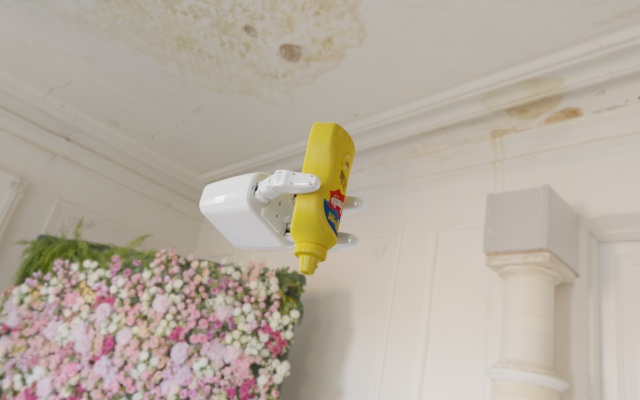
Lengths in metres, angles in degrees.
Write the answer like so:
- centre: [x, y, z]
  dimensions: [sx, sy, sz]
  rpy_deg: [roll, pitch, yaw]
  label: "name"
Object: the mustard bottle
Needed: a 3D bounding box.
- centre: [0.000, 0.002, 0.616]
  dimensions: [0.058, 0.191, 0.096]
  rpy_deg: [4, -24, 17]
  label: "mustard bottle"
